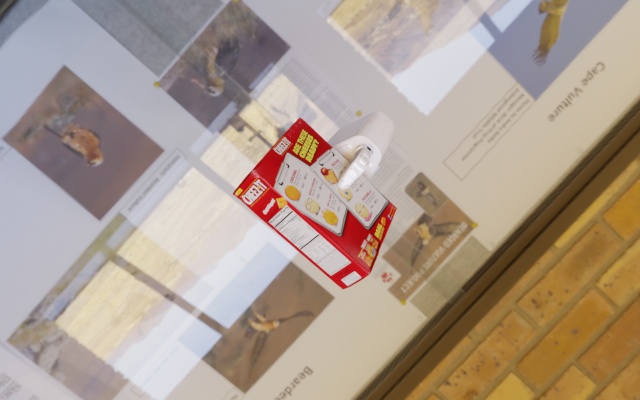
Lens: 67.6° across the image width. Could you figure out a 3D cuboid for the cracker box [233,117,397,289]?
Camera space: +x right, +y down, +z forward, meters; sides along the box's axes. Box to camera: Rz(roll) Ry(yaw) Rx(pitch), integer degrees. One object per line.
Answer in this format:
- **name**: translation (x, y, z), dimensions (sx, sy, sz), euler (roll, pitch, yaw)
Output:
- **cracker box**: translation (0.000, 0.002, 0.708), dimensions (0.072, 0.214, 0.164), euler (-42, 11, 40)
